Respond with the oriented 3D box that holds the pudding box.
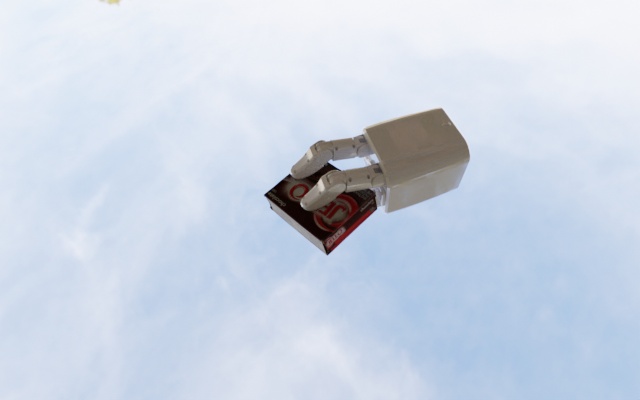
[{"bbox_3d":[0.000,0.002,0.592,0.090,0.039,0.113,-41,53,-19],"label":"pudding box"}]
